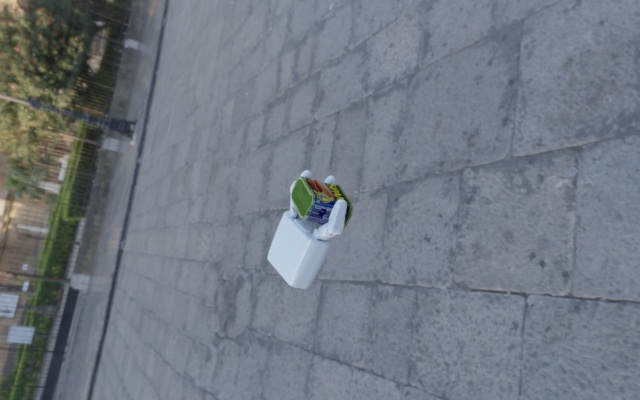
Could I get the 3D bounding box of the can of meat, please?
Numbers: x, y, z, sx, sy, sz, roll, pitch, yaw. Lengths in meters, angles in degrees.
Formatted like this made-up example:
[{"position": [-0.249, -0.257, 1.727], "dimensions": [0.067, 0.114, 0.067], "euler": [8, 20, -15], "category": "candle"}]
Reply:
[{"position": [0.000, 0.003, 0.875], "dimensions": [0.084, 0.057, 0.102], "euler": [14, 25, -27], "category": "can of meat"}]
